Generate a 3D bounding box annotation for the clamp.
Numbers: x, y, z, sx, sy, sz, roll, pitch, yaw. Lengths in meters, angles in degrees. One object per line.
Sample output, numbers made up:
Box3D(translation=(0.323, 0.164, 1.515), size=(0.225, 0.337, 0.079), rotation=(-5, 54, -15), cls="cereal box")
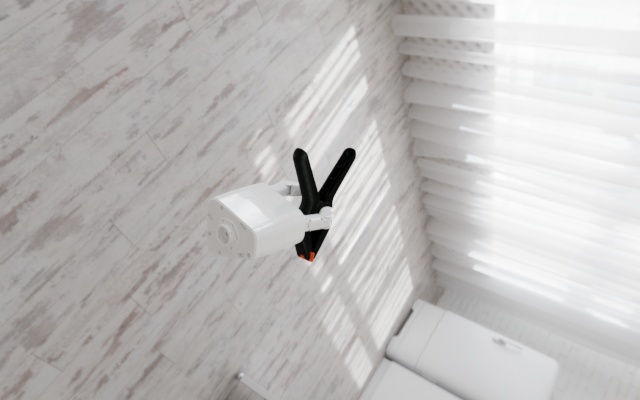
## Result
Box3D(translation=(0.001, 0.004, 0.825), size=(0.036, 0.210, 0.164), rotation=(21, 24, 33), cls="clamp")
